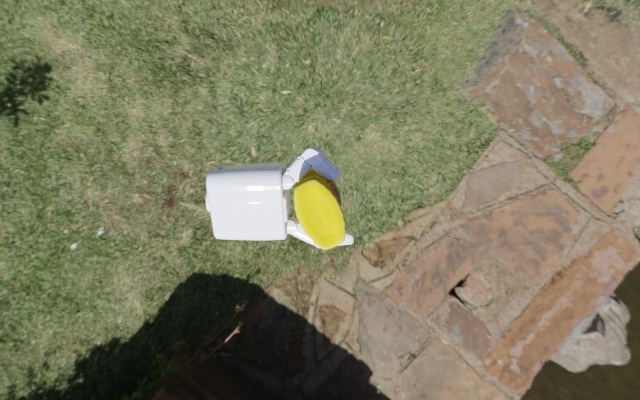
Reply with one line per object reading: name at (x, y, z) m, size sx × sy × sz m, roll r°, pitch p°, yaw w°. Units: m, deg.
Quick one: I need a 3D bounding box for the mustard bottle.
mustard bottle at (0.000, 0.002, 0.704) m, size 0.058 × 0.096 × 0.191 m, roll -26°, pitch 9°, yaw 5°
